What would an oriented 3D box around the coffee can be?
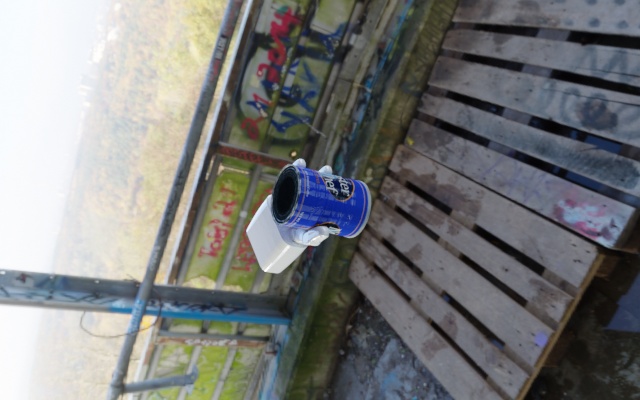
[{"bbox_3d":[0.000,0.003,0.813,0.140,0.103,0.103,12,-6,-29],"label":"coffee can"}]
